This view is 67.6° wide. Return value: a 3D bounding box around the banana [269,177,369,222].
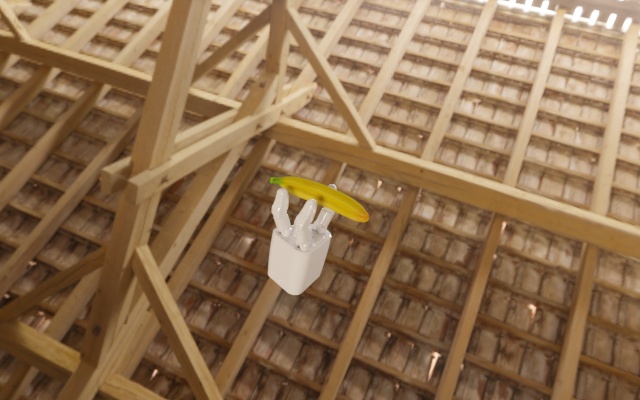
[{"bbox_3d":[0.003,-0.004,0.892,0.198,0.037,0.069,20,24,13],"label":"banana"}]
